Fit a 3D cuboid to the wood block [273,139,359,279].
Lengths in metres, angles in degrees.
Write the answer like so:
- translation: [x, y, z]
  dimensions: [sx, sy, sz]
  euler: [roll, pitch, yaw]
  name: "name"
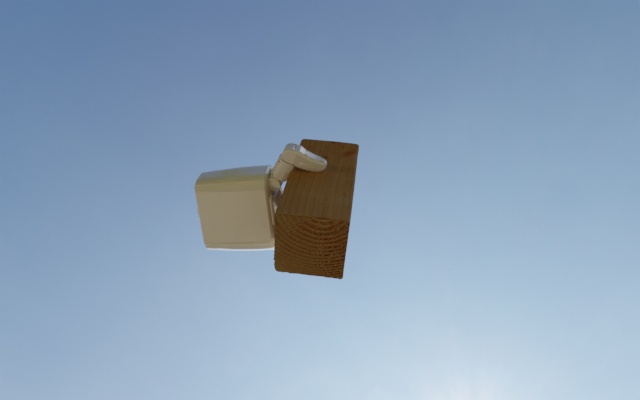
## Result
- translation: [0.000, 0.002, 0.657]
  dimensions: [0.090, 0.091, 0.206]
  euler: [6, 33, 4]
  name: "wood block"
